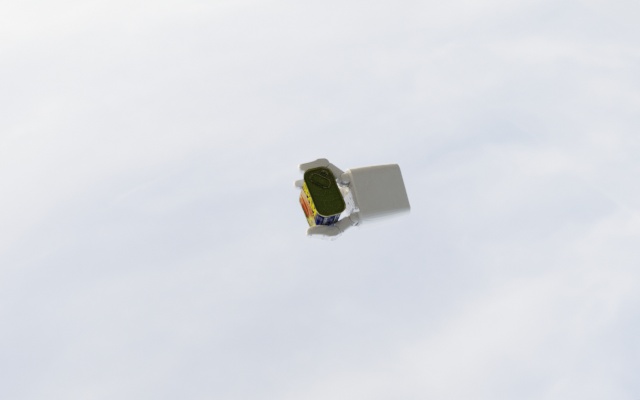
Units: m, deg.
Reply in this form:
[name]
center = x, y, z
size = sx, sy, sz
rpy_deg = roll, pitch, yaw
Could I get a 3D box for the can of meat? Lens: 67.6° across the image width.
[can of meat]
center = 0.000, 0.003, 0.887
size = 0.057, 0.102, 0.084
rpy_deg = -14, -26, -18
